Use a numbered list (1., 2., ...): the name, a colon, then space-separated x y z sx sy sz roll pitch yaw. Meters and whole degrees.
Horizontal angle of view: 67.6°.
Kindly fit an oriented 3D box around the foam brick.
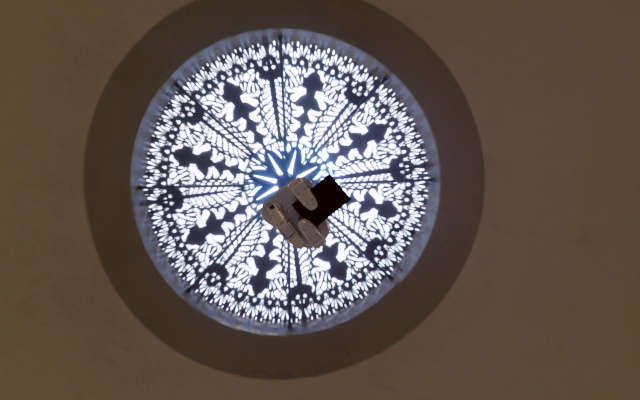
1. foam brick: 0.000 0.002 0.745 0.078 0.053 0.051 -38 2 -1
